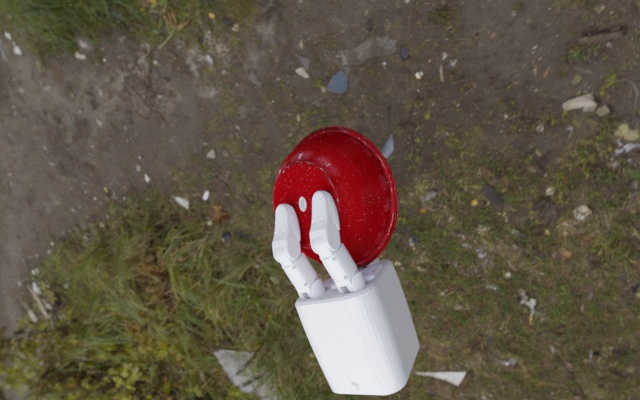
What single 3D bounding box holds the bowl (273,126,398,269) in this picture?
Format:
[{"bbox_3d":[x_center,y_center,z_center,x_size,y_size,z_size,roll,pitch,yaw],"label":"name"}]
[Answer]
[{"bbox_3d":[-0.001,0.001,0.513,0.162,0.162,0.055,0,7,40],"label":"bowl"}]
